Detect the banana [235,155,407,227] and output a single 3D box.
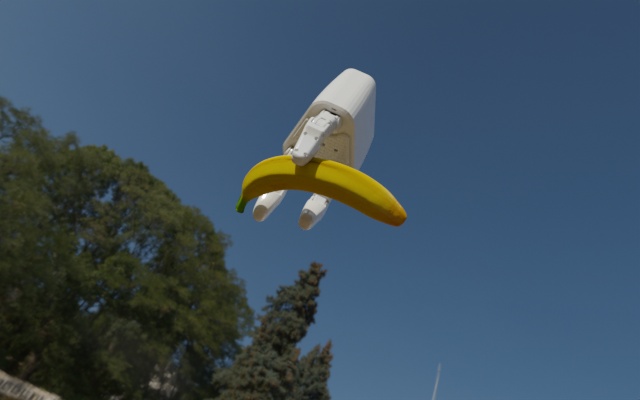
[{"bbox_3d":[-0.006,-0.014,0.509,0.198,0.070,0.037,5,34,22],"label":"banana"}]
